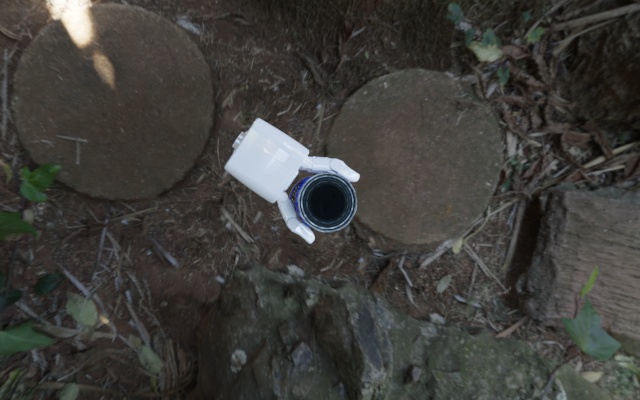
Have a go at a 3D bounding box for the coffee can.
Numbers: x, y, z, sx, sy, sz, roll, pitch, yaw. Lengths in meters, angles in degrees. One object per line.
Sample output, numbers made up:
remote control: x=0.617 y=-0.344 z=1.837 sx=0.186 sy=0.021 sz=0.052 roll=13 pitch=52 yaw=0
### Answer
coffee can: x=0.000 y=0.003 z=0.874 sx=0.103 sy=0.103 sz=0.140 roll=0 pitch=0 yaw=-10
